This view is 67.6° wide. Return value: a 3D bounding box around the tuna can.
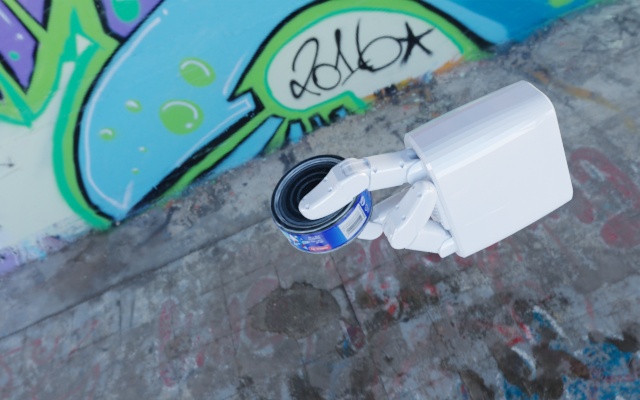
[{"bbox_3d":[0.000,0.001,0.414,0.086,0.086,0.034,0,-35,27],"label":"tuna can"}]
